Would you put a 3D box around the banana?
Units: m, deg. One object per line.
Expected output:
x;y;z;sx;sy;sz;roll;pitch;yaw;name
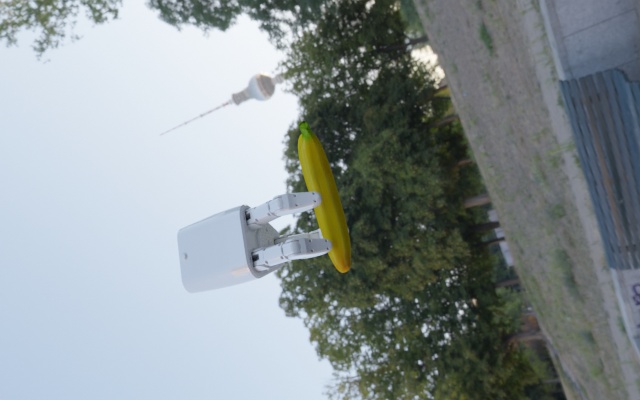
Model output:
0.003;-0.005;0.627;0.037;0.198;0.069;-16;7;14;banana
